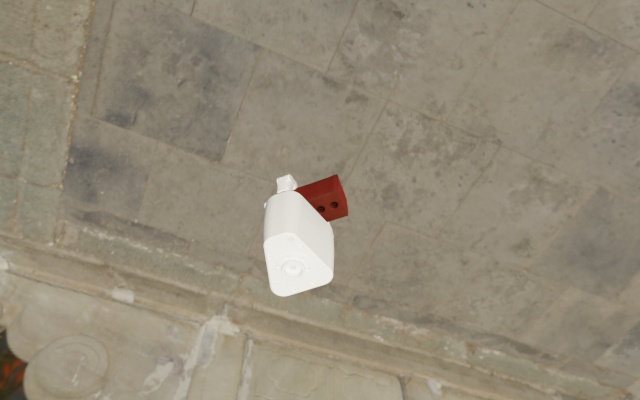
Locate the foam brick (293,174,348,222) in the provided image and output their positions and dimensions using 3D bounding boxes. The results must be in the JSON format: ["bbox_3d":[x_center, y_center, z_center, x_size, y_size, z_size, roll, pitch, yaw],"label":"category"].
[{"bbox_3d":[0.000,0.002,0.760,0.078,0.053,0.051,-19,29,10],"label":"foam brick"}]
